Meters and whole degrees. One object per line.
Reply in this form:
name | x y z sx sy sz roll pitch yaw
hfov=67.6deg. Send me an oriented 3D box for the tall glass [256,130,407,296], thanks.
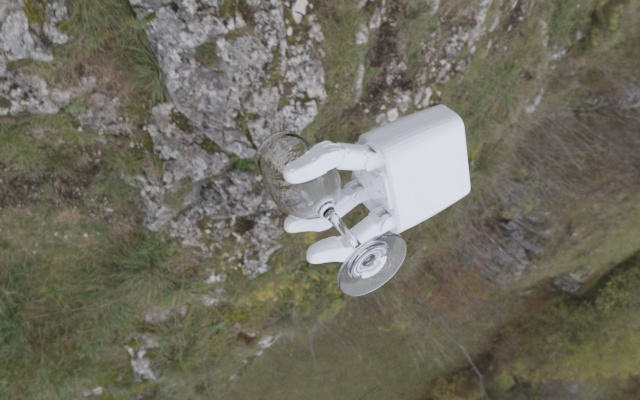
tall glass | 0.000 0.002 0.495 0.079 0.079 0.201 0 35 -37
